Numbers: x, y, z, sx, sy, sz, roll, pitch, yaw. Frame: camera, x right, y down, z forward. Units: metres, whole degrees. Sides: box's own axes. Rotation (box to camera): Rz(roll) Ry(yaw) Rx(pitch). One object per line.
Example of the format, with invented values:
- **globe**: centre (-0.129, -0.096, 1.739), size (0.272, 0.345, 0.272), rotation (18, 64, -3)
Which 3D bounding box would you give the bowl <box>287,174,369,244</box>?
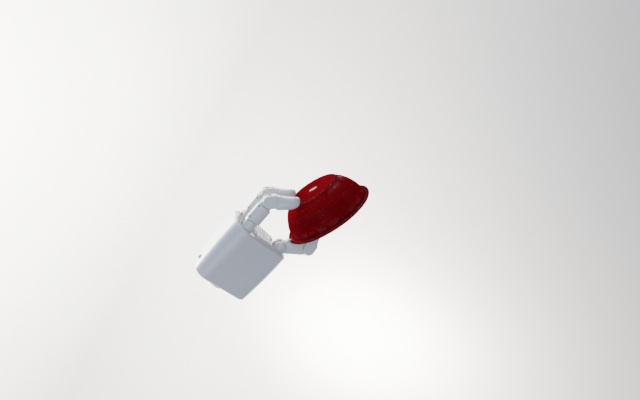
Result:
- **bowl**: centre (0.001, 0.001, 0.811), size (0.162, 0.055, 0.162), rotation (-30, 18, 11)
